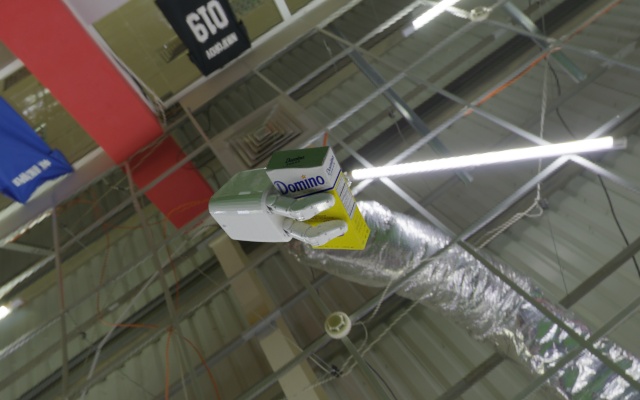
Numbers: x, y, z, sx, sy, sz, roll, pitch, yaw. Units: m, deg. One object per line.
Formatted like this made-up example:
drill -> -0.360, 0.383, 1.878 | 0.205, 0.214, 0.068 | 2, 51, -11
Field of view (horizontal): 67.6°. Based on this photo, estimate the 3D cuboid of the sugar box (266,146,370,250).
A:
sugar box -> 0.000, 0.003, 0.695 | 0.093, 0.048, 0.176 | -3, -42, 29
